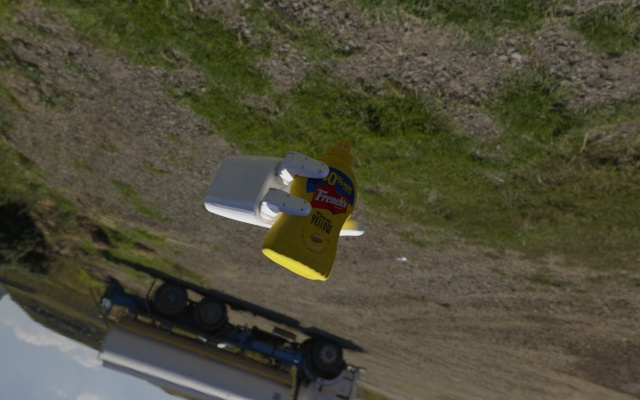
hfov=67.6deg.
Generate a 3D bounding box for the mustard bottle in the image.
[{"bbox_3d":[0.000,0.002,0.638,0.096,0.191,0.058,32,-22,-27],"label":"mustard bottle"}]
